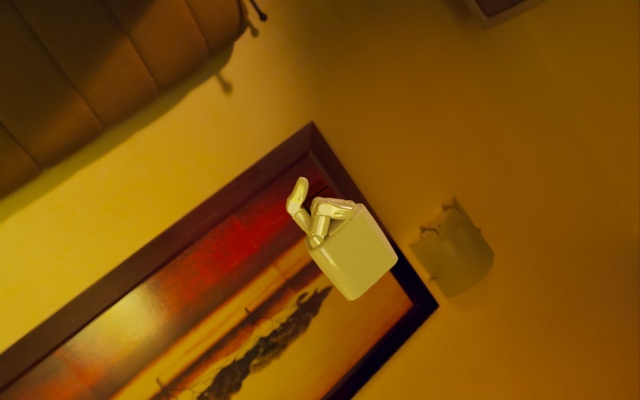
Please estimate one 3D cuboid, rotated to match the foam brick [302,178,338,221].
[{"bbox_3d":[0.000,0.002,0.788,0.053,0.051,0.078,-36,14,2],"label":"foam brick"}]
